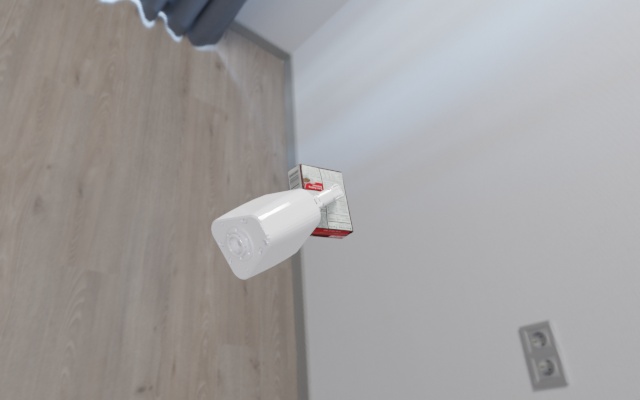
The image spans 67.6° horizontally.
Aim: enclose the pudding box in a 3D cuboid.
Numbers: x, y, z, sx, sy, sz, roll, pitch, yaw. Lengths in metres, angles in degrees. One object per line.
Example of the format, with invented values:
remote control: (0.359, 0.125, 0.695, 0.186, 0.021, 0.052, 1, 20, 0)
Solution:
pudding box: (0.000, 0.002, 0.764, 0.090, 0.113, 0.039, 9, -27, -38)
